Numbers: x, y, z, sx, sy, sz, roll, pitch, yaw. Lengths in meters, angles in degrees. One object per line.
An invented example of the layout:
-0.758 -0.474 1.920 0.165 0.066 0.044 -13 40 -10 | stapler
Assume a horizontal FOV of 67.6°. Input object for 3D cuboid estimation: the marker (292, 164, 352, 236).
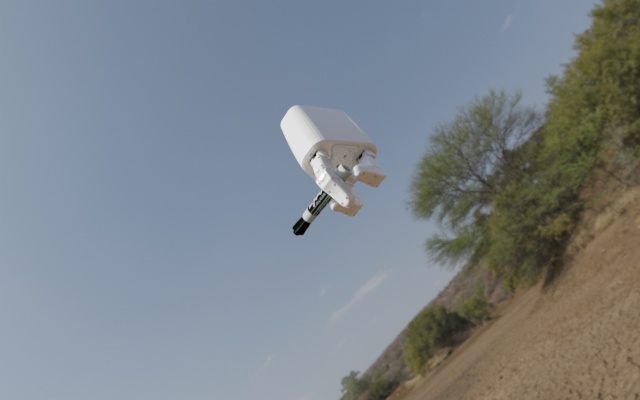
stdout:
0.000 0.002 0.642 0.020 0.121 0.020 32 23 -15 | marker
